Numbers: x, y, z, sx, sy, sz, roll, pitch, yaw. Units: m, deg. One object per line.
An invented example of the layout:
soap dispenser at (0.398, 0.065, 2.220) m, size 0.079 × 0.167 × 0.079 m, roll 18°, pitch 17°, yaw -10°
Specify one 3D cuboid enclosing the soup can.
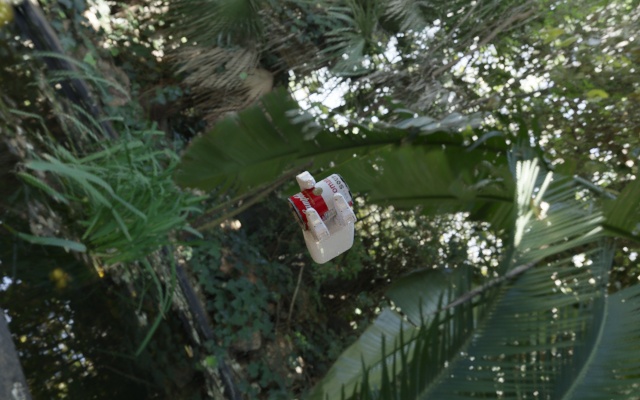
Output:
soup can at (0.000, 0.002, 0.866) m, size 0.102 × 0.068 × 0.068 m, roll -29°, pitch 6°, yaw -10°
